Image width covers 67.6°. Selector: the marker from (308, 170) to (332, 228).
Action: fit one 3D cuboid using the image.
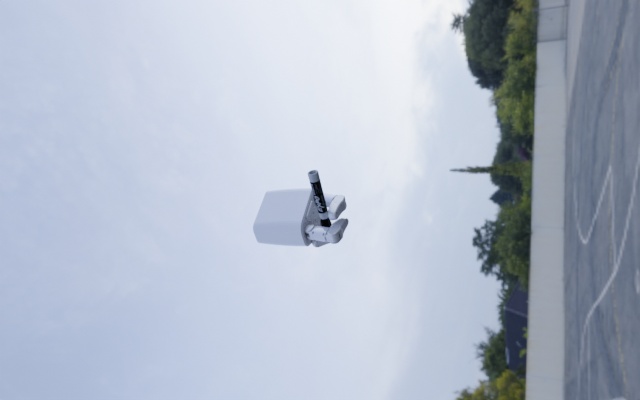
[{"bbox_3d":[0.000,0.003,0.838,0.020,0.121,0.020,-11,30,7],"label":"marker"}]
